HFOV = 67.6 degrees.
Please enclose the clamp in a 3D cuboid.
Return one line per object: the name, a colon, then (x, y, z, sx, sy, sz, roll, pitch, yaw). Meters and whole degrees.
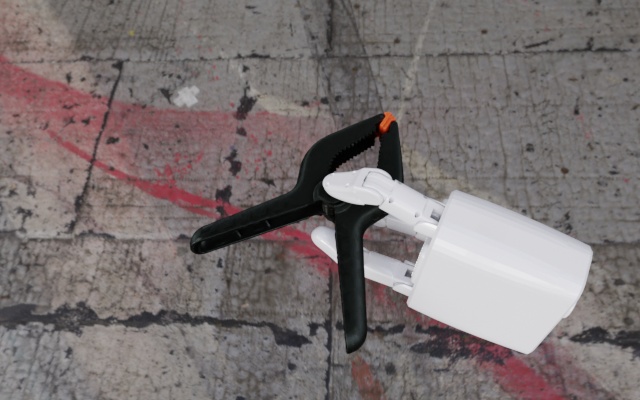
clamp: (0.000, 0.001, 0.413, 0.164, 0.210, 0.036, 23, -24, 13)
